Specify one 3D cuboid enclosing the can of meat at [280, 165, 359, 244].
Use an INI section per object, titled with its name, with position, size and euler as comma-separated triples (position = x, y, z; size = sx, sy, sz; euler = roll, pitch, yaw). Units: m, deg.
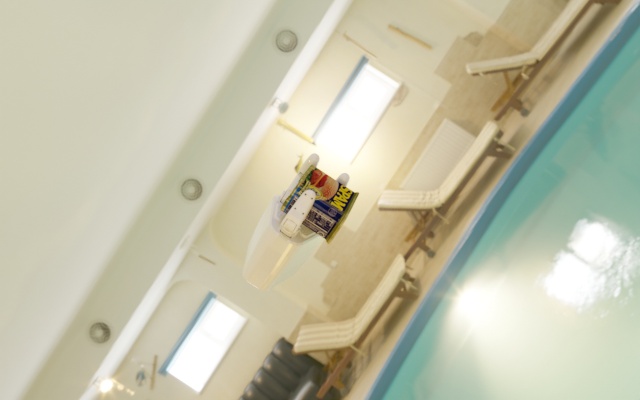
[can of meat]
position = 0.000, 0.002, 0.687
size = 0.084, 0.057, 0.102
euler = 33, 30, 0
